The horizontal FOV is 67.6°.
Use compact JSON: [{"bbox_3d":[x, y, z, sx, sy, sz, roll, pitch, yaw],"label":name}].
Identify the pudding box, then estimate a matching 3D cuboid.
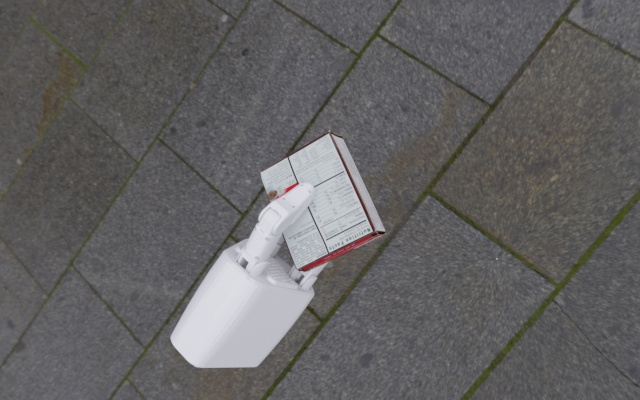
[{"bbox_3d":[0.000,0.002,0.470,0.090,0.113,0.039,-28,-14,18],"label":"pudding box"}]
